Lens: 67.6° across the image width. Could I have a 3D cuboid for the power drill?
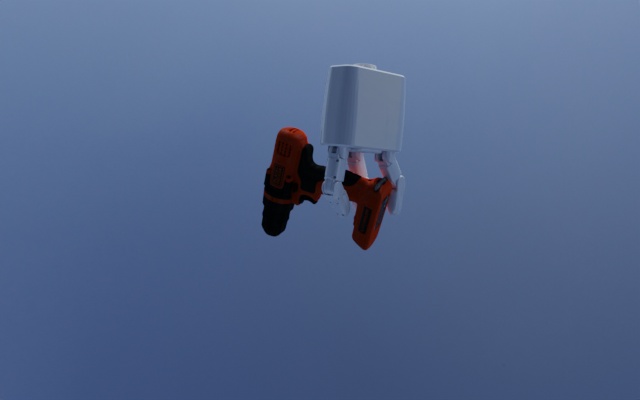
[{"bbox_3d":[0.001,0.002,0.712,0.187,0.184,0.057,23,31,15],"label":"power drill"}]
